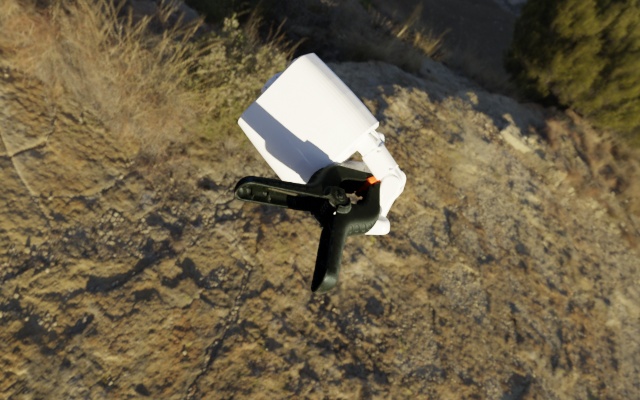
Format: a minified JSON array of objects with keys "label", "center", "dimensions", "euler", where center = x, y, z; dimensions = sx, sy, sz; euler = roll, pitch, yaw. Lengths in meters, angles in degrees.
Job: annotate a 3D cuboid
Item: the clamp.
[{"label":"clamp","center":[0.001,0.001,0.452],"dimensions":[0.039,0.120,0.171],"euler":[-41,0,36]}]
